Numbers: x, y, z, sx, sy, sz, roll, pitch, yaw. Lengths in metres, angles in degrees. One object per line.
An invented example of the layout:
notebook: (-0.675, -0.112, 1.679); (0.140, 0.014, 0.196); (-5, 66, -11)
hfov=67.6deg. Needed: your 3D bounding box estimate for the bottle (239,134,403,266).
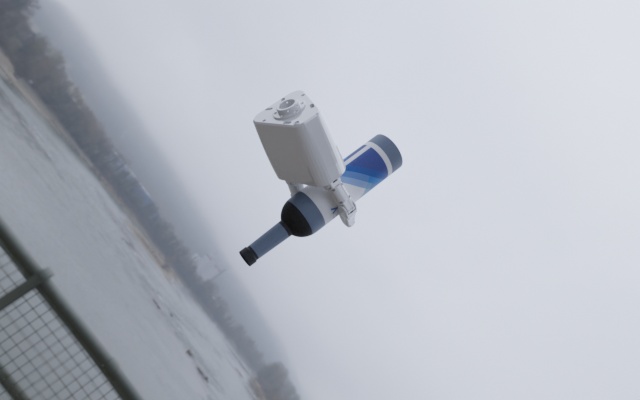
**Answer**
bottle: (0.000, 0.002, 0.747); (0.295, 0.069, 0.069); (-37, 12, -17)
